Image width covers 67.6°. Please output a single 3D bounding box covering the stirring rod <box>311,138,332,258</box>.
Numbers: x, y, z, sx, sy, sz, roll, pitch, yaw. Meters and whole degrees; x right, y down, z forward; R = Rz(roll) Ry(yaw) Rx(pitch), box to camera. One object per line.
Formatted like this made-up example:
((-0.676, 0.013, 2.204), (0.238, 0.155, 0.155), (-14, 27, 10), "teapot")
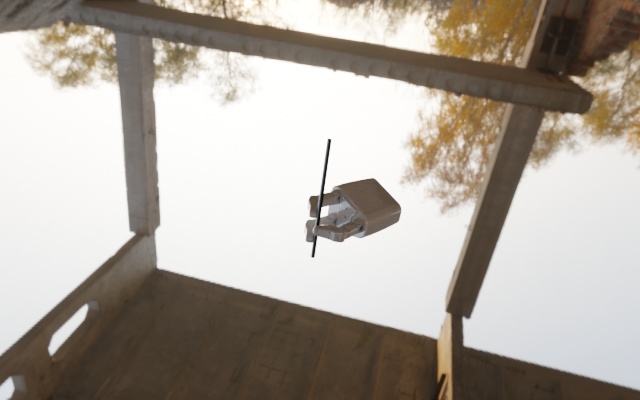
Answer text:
((0.000, 0.003, 0.852), (0.011, 0.240, 0.011), (6, 29, -3), "stirring rod")
